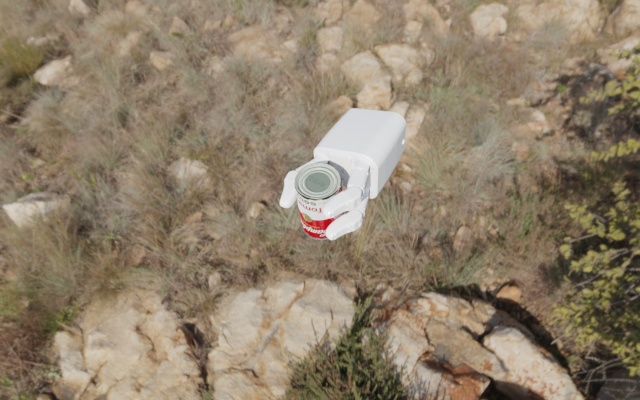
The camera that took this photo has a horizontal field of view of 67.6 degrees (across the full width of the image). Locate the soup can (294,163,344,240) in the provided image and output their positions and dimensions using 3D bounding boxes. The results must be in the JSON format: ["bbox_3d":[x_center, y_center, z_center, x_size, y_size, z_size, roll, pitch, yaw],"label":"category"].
[{"bbox_3d":[0.000,0.002,0.699,0.068,0.068,0.102,0,-37,5],"label":"soup can"}]
